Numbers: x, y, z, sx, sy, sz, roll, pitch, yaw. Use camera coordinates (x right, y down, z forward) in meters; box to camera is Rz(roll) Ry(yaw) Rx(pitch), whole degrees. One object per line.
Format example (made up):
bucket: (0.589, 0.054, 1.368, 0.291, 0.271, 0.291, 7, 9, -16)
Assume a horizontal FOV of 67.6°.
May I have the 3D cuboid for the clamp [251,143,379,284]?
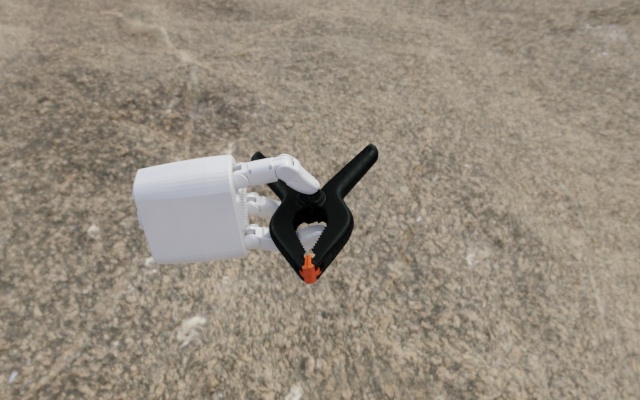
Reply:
clamp: (0.000, 0.002, 0.556, 0.164, 0.036, 0.209, -9, 44, 1)
